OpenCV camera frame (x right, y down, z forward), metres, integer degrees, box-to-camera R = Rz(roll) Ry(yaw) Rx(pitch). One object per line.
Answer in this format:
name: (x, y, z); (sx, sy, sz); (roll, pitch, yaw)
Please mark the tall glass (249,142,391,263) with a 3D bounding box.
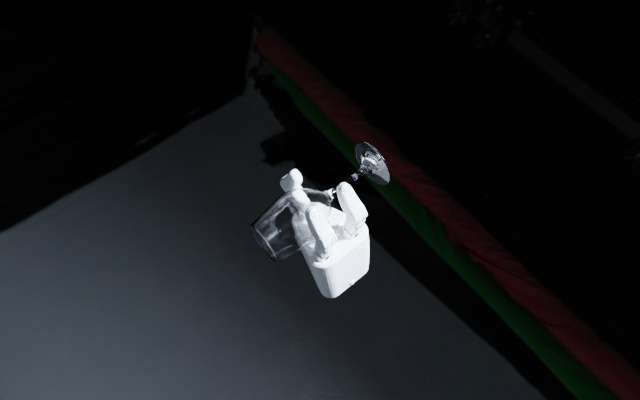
tall glass: (0.001, 0.002, 0.664); (0.201, 0.079, 0.079); (-36, 13, -18)
